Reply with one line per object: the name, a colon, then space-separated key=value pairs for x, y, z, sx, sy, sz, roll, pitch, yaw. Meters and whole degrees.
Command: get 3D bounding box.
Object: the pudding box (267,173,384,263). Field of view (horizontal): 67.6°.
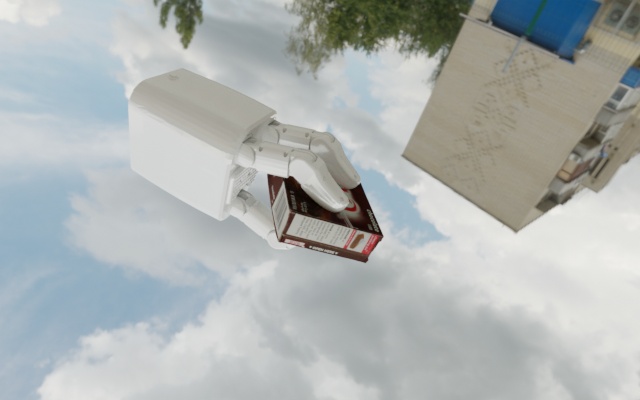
pudding box: x=0.000 y=0.002 z=0.447 sx=0.090 sy=0.039 sz=0.113 roll=15 pitch=32 yaw=-21
